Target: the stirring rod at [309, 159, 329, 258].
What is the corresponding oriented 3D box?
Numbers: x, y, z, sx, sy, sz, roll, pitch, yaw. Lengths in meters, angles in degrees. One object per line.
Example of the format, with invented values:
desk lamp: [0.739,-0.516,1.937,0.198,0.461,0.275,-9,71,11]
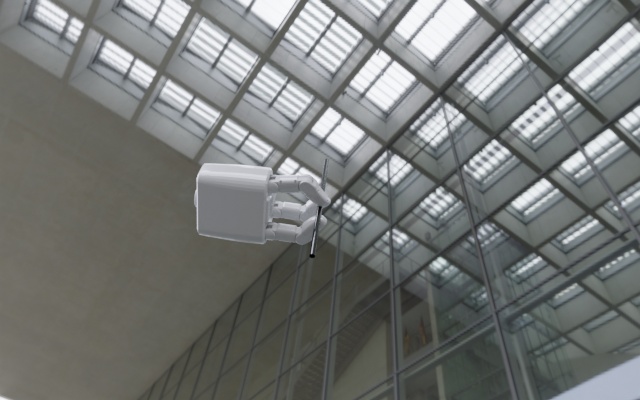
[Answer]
stirring rod: [0.000,0.002,0.737,0.011,0.011,0.239,0,37,7]
